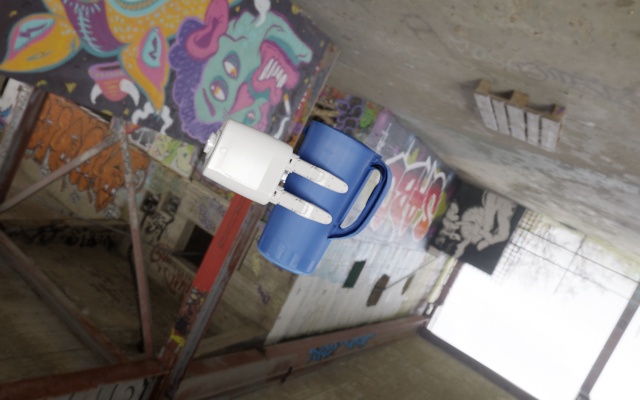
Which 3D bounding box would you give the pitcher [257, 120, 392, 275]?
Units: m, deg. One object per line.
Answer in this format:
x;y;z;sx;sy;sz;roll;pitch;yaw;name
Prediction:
0.000;0.003;0.801;0.145;0.243;0.149;26;5;-19;pitcher
